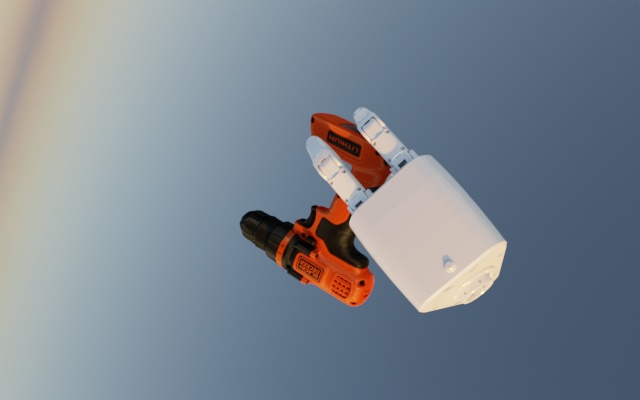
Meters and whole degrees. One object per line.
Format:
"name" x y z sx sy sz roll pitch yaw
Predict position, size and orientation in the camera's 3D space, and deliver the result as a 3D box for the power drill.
"power drill" 0.000 0.001 0.538 0.184 0.188 0.057 28 22 23
